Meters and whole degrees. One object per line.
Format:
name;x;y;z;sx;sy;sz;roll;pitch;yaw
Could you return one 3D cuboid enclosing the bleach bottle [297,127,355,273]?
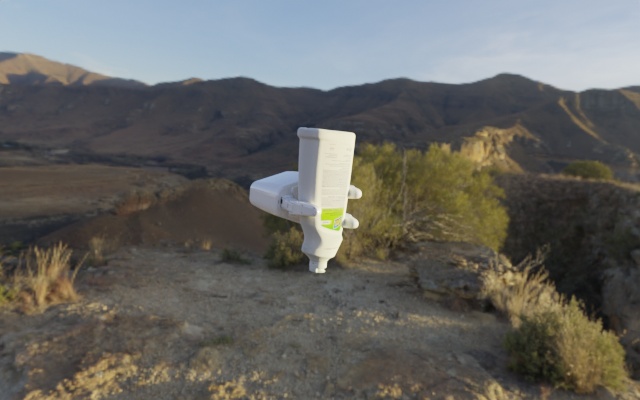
bleach bottle;0.000;0.003;0.837;0.102;0.251;0.068;0;10;-39
